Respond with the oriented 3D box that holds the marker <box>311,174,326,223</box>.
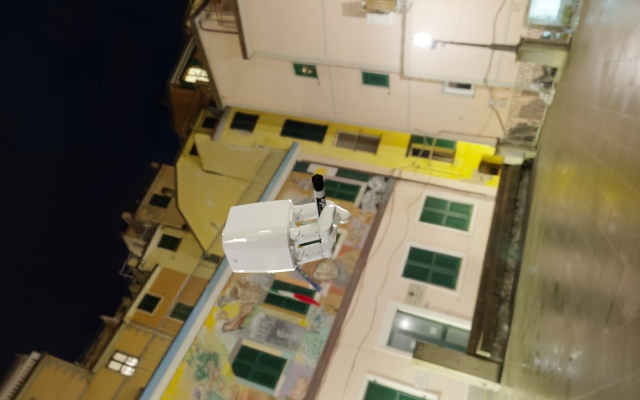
[{"bbox_3d":[0.000,0.003,0.777,0.020,0.020,0.121,0,-42,7],"label":"marker"}]
